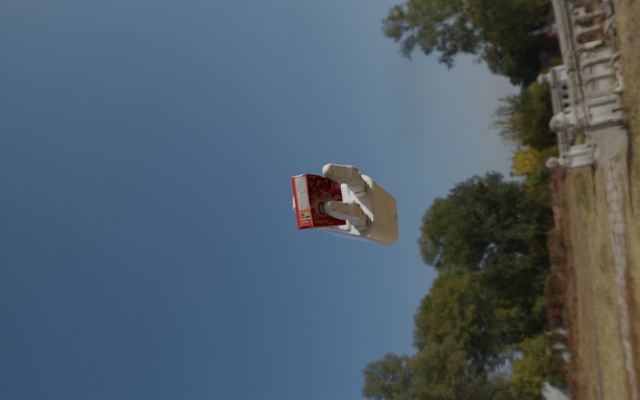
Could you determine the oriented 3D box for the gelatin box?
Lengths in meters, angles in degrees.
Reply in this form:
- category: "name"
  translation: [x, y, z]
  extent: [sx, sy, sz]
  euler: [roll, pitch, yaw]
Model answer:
- category: "gelatin box"
  translation: [0.000, 0.002, 0.675]
  extent: [0.030, 0.073, 0.089]
  euler: [-12, -7, 34]
